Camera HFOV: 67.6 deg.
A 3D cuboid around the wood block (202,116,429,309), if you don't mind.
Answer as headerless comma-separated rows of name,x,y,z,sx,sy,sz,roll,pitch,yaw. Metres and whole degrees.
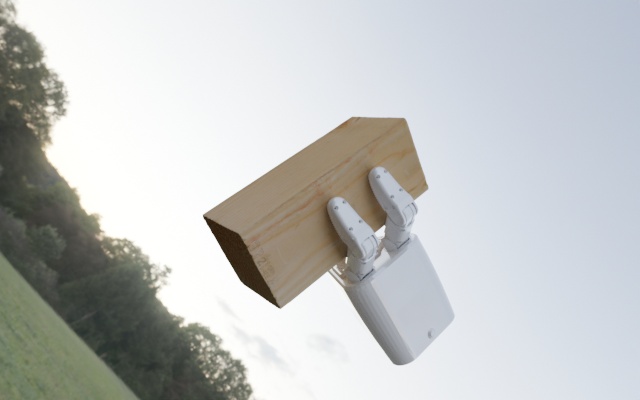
wood block,0.000,0.002,0.488,0.206,0.090,0.091,-36,27,-24
